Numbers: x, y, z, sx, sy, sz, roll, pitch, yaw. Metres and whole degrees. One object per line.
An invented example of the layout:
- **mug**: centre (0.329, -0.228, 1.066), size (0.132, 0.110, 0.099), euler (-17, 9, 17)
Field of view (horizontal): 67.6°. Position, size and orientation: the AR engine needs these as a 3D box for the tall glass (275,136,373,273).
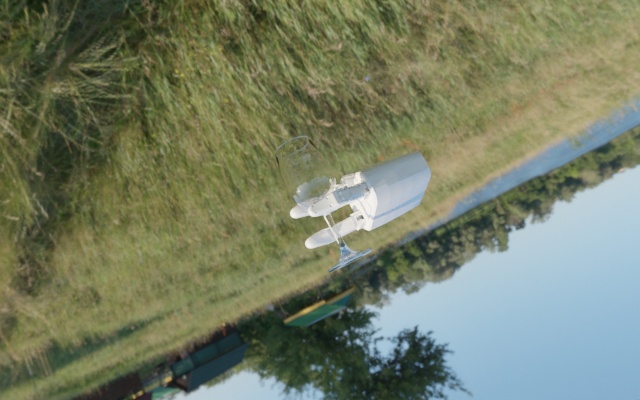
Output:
- **tall glass**: centre (0.000, 0.003, 0.723), size (0.079, 0.201, 0.079), euler (-26, -11, -6)
